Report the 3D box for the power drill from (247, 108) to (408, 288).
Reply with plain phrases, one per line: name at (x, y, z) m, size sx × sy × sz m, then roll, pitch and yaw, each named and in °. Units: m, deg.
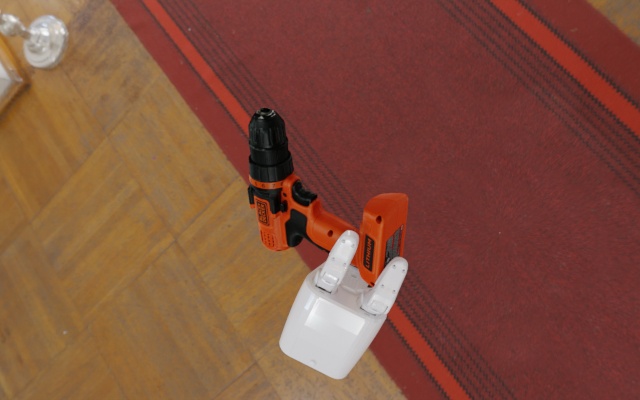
power drill at (0.000, 0.002, 0.520) m, size 0.187 × 0.185 × 0.057 m, roll 23°, pitch 44°, yaw 31°
